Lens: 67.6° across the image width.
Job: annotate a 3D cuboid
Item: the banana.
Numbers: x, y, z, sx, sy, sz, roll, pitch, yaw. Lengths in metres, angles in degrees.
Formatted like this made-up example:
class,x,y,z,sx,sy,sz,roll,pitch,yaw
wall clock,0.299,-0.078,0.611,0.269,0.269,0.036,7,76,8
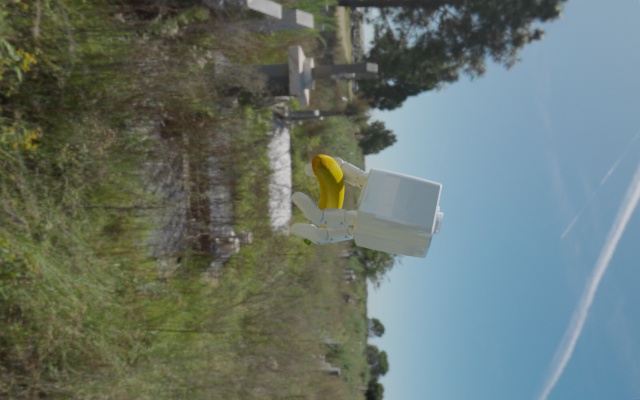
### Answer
class,x,y,z,sx,sy,sz,roll,pitch,yaw
banana,0.010,-0.007,0.718,0.037,0.198,0.069,26,52,18
